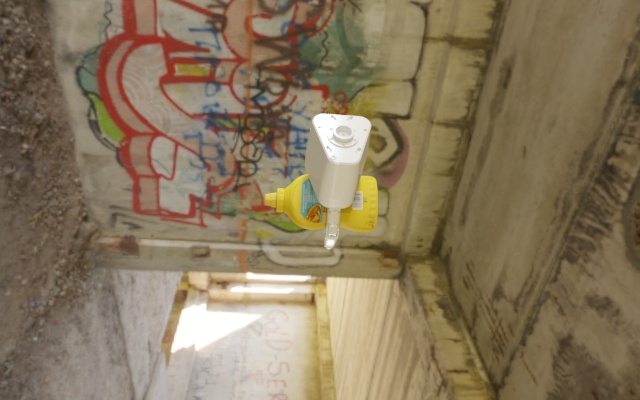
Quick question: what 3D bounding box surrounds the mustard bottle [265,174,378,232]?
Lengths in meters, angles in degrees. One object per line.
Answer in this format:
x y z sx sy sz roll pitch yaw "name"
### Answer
0.000 0.003 0.825 0.191 0.096 0.058 3 -13 -5 "mustard bottle"
